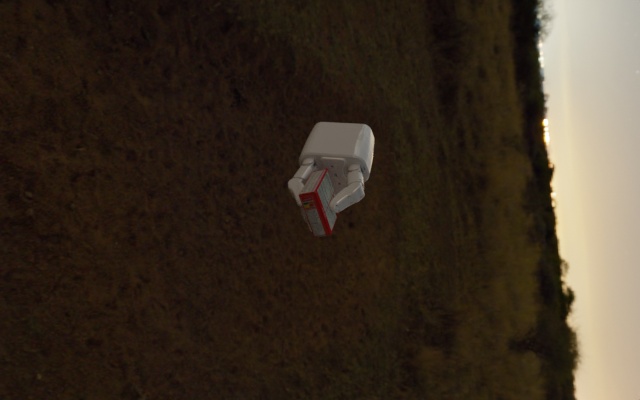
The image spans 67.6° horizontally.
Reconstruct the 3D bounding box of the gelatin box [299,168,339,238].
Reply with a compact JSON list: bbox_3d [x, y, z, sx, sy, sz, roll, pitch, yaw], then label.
[{"bbox_3d":[0.000,0.002,0.724,0.030,0.073,0.089,-11,24,18],"label":"gelatin box"}]
